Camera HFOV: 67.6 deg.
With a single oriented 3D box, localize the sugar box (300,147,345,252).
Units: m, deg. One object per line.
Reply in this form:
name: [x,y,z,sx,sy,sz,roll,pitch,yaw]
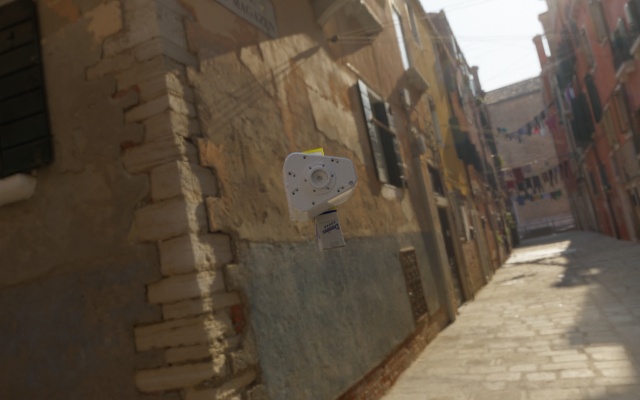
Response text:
sugar box: [0.000,0.003,0.856,0.048,0.176,0.093,-10,-7,-5]
